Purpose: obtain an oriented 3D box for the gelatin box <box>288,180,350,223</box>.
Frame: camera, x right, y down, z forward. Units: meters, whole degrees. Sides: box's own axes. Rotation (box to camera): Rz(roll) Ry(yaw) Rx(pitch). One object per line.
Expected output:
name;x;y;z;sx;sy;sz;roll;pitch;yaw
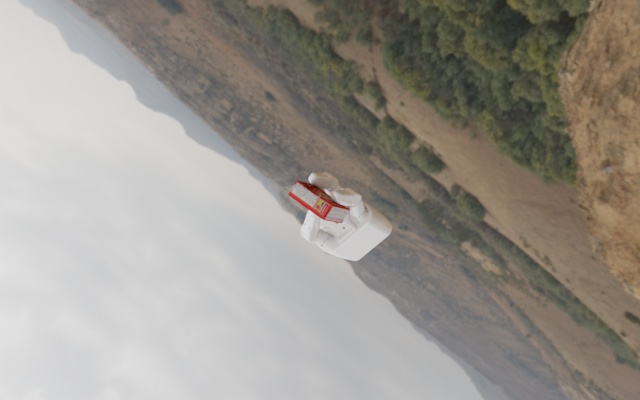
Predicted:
gelatin box;0.000;0.003;0.758;0.073;0.030;0.089;36;8;21
